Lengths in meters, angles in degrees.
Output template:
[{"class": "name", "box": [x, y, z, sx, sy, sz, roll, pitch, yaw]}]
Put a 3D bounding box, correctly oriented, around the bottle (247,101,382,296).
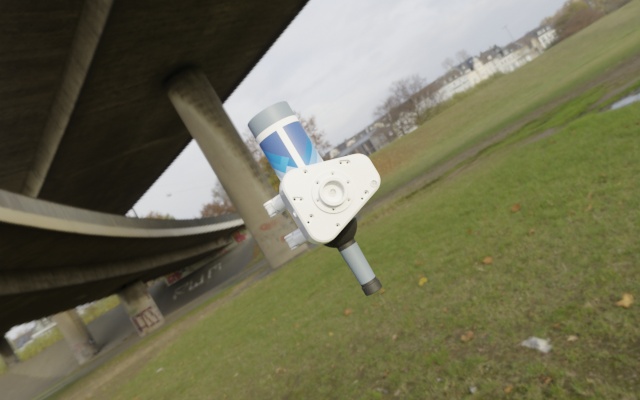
[{"class": "bottle", "box": [0.000, 0.002, 0.678, 0.069, 0.295, 0.069, -31, -1, -1]}]
